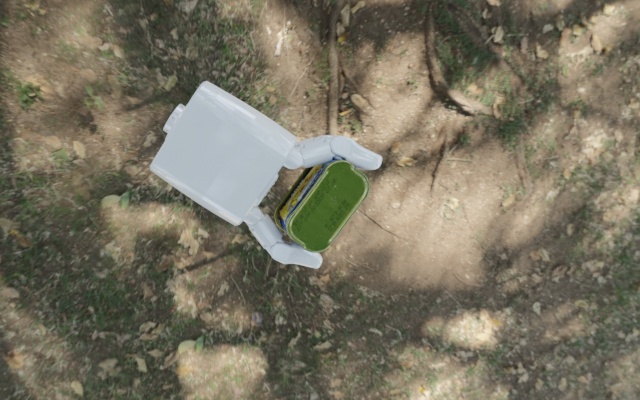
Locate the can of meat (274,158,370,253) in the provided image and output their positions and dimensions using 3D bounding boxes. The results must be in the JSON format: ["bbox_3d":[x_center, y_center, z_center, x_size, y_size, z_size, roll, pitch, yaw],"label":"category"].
[{"bbox_3d":[0.000,0.002,0.512,0.057,0.102,0.084,37,-2,-13],"label":"can of meat"}]
